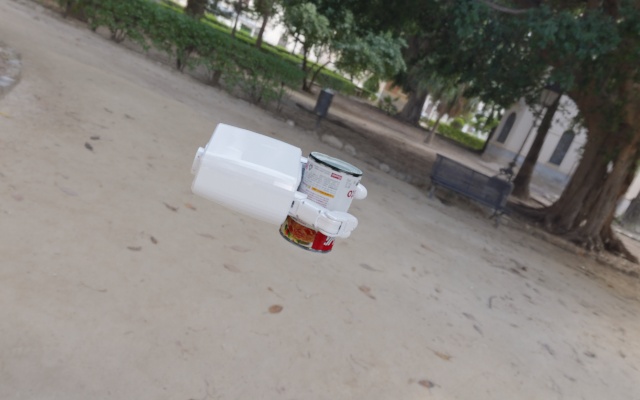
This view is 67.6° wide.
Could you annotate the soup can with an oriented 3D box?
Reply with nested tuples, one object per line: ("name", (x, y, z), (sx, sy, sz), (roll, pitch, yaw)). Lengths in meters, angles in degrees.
("soup can", (0.001, 0.002, 0.563), (0.068, 0.102, 0.068), (21, 13, -5))
